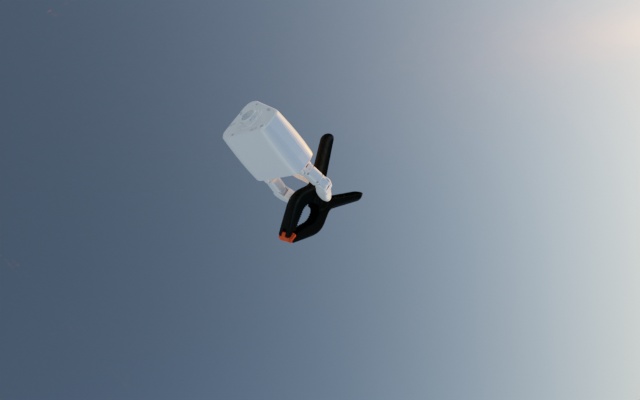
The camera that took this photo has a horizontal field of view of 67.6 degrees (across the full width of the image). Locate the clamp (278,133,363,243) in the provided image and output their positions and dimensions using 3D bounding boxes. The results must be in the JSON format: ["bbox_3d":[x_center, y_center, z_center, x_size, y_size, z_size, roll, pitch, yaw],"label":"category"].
[{"bbox_3d":[0.000,0.003,0.894,0.036,0.210,0.165,10,-31,44],"label":"clamp"}]
